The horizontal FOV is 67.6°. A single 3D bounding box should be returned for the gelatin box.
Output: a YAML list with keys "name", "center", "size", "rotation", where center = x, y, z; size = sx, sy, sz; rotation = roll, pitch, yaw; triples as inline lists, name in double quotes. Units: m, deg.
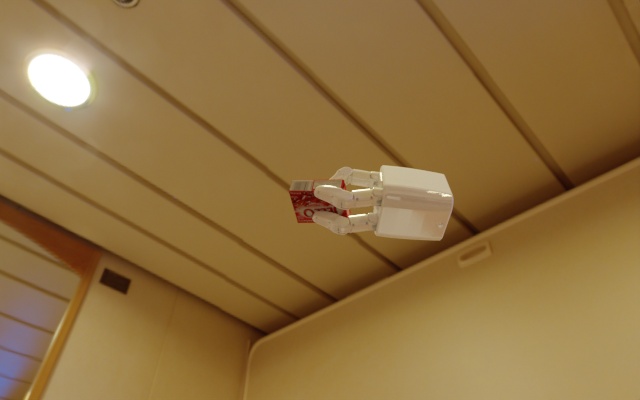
- name: "gelatin box"
  center: [0.000, 0.002, 0.768]
  size: [0.089, 0.073, 0.030]
  rotation: [0, 44, 14]
